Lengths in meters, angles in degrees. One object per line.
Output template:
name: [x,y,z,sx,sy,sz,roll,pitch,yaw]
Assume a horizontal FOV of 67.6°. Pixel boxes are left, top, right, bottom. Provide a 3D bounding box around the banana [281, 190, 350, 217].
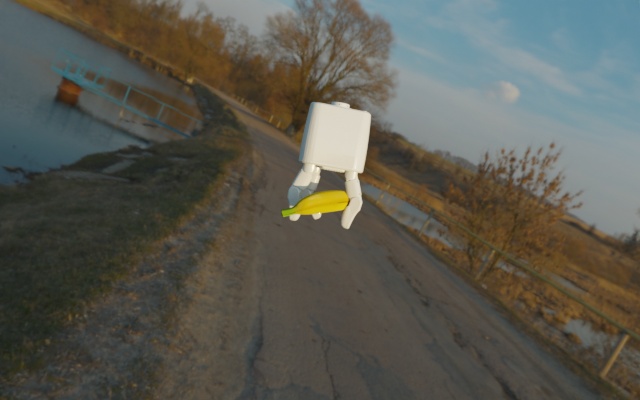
banana: [0.014,0.002,0.839,0.069,0.037,0.198,-5,0,32]
